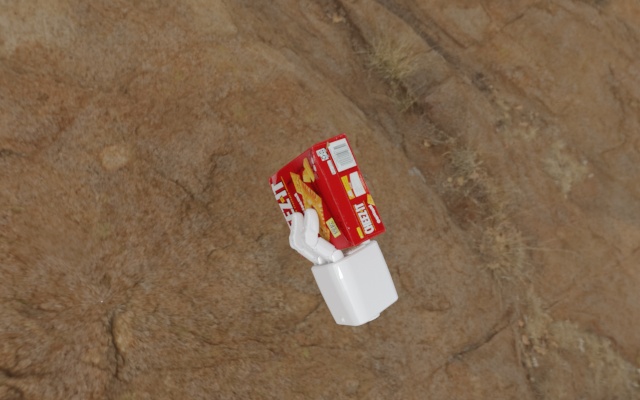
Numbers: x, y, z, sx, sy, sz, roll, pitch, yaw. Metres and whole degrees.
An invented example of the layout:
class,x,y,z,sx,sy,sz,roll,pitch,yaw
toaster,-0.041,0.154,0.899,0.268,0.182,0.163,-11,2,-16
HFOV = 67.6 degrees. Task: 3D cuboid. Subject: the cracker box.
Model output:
class,x,y,z,sx,sy,sz,roll,pitch,yaw
cracker box,0.000,0.003,0.799,0.072,0.164,0.214,-23,-1,-27
